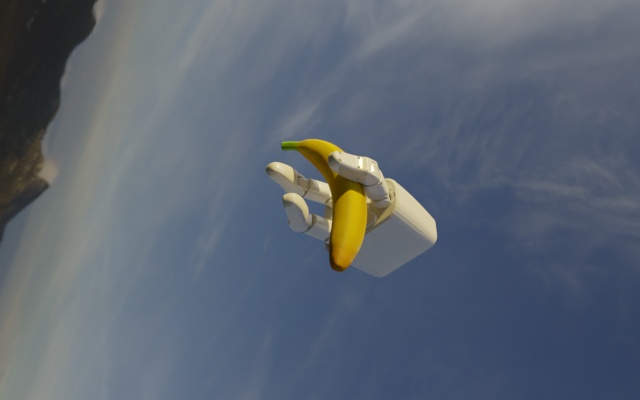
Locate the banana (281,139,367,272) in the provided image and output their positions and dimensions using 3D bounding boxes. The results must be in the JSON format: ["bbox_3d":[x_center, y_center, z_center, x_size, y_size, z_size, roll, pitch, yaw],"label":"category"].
[{"bbox_3d":[0.015,-0.010,0.534,0.069,0.197,0.037,-29,-41,6],"label":"banana"}]
